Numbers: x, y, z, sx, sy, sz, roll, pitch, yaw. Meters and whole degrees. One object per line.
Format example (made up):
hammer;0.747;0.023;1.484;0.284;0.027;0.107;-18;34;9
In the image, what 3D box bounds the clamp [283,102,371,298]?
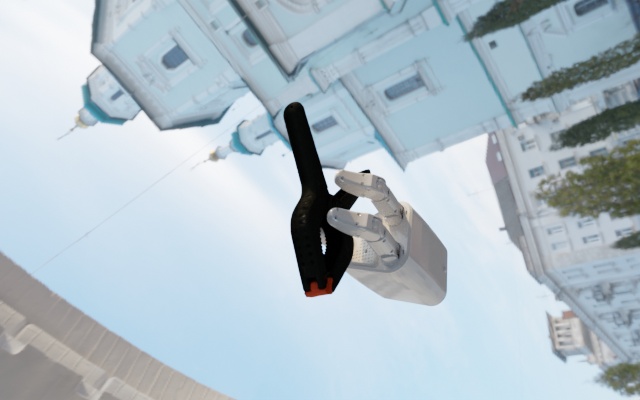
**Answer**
clamp;-0.001;0.003;0.533;0.036;0.209;0.165;-18;-45;33
